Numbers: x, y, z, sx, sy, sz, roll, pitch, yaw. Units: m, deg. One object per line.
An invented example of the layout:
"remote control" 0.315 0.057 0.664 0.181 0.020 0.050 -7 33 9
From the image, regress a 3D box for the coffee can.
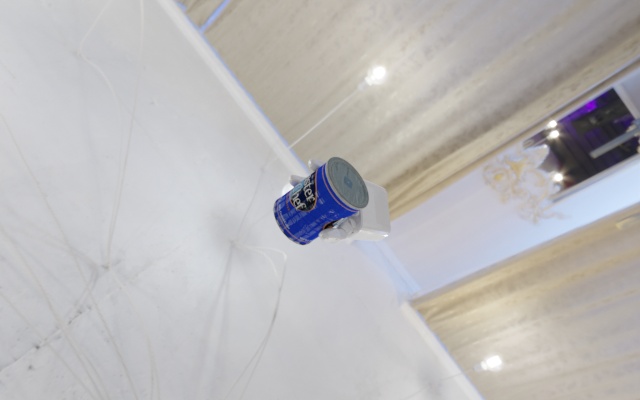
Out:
"coffee can" 0.000 0.003 0.846 0.140 0.102 0.103 -35 -20 31
